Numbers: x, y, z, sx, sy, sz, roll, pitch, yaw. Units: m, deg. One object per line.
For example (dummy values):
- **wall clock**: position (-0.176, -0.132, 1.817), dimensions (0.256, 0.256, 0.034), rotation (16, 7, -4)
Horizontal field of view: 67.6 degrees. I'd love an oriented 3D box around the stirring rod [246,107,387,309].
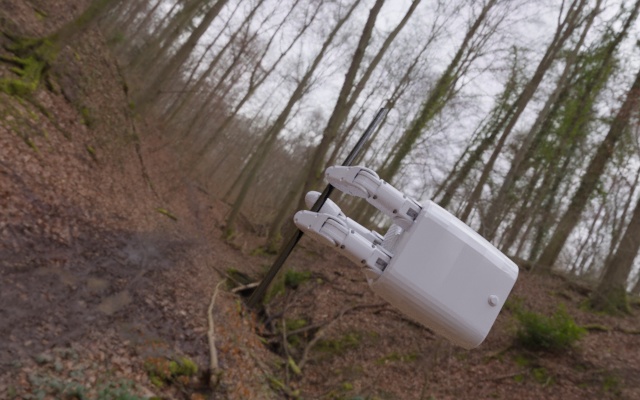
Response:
- **stirring rod**: position (0.000, 0.002, 0.468), dimensions (0.011, 0.239, 0.011), rotation (32, -14, 9)
